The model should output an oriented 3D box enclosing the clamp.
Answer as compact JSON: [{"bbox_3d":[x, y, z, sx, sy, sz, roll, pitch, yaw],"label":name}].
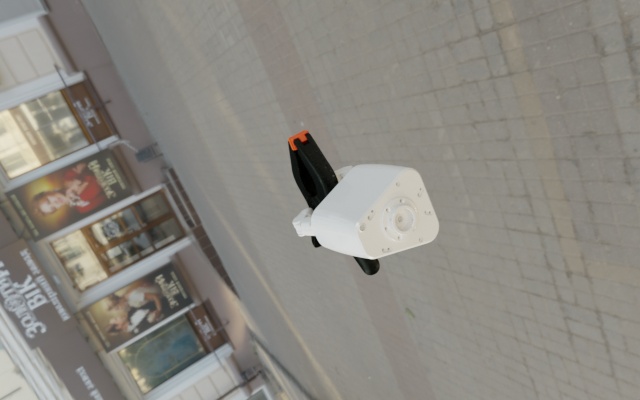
[{"bbox_3d":[-0.001,0.002,0.685,0.036,0.210,0.164,-30,16,-23],"label":"clamp"}]
